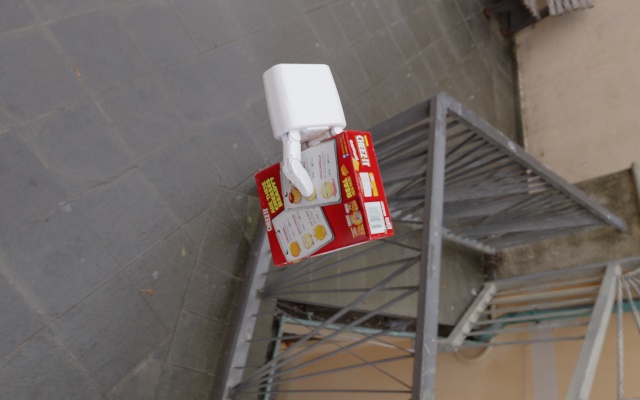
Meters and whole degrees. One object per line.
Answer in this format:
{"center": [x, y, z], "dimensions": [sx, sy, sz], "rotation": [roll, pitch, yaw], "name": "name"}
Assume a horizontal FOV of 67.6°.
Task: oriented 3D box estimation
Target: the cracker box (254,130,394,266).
{"center": [0.000, 0.002, 0.760], "dimensions": [0.214, 0.164, 0.072], "rotation": [-21, -12, 42], "name": "cracker box"}
